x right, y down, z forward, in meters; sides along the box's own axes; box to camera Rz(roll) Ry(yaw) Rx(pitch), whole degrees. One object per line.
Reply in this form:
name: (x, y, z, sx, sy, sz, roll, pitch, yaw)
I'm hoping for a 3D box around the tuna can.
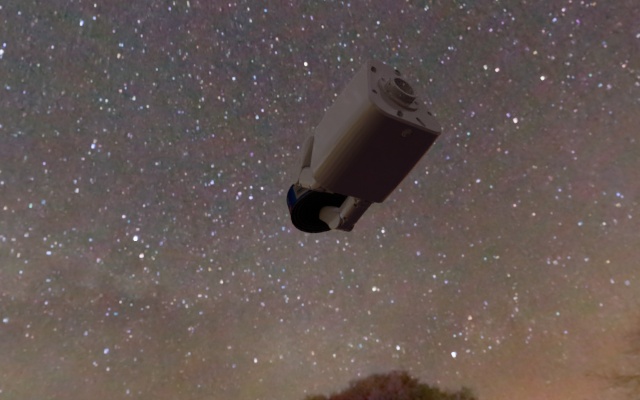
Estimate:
tuna can: (0.000, 0.002, 0.613, 0.086, 0.033, 0.086, -11, -40, -10)
